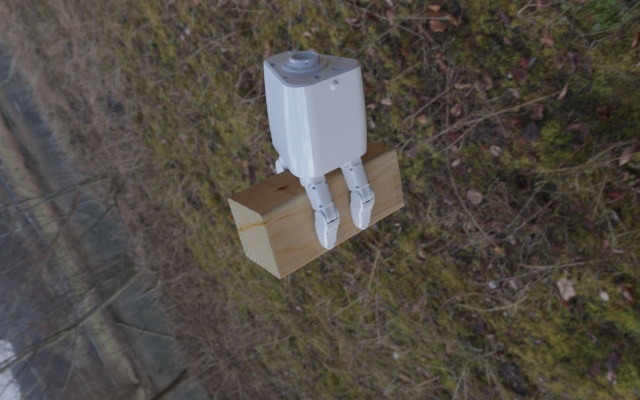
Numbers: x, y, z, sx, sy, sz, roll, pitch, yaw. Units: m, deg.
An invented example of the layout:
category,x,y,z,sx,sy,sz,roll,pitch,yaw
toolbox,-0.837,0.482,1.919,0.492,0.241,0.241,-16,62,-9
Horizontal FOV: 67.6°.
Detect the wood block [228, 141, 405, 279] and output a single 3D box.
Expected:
category,x,y,z,sx,sy,sz,roll,pitch,yaw
wood block,0.000,0.002,0.617,0.206,0.090,0.091,-27,28,-28
